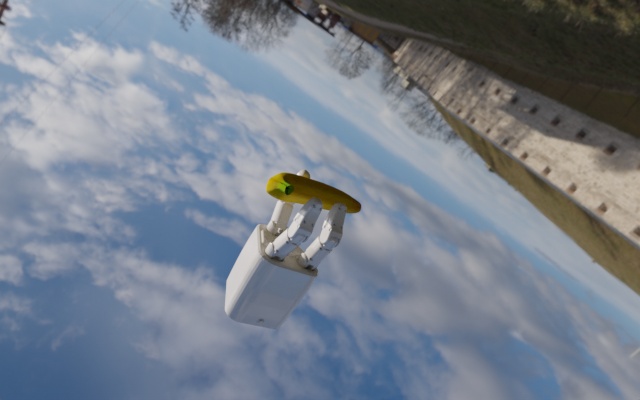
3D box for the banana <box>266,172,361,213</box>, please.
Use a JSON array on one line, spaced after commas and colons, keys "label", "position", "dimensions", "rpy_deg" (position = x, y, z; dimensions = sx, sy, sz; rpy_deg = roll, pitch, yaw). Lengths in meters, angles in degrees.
[{"label": "banana", "position": [-0.015, -0.007, 0.648], "dimensions": [0.069, 0.037, 0.198], "rpy_deg": [34, 12, 30]}]
